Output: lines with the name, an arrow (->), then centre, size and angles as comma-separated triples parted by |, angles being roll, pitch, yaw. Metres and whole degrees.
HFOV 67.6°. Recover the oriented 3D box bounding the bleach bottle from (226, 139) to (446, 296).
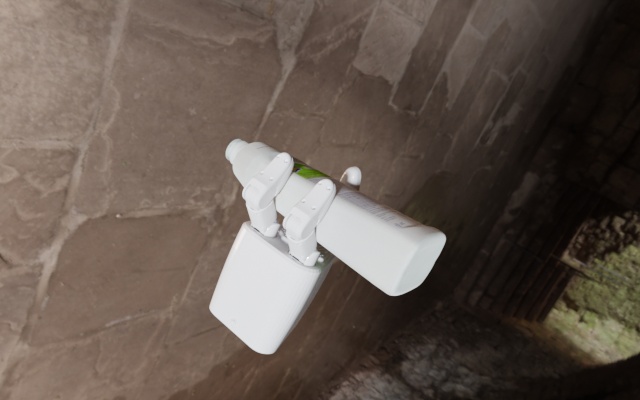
bleach bottle -> 0.000, 0.002, 0.504 | 0.250, 0.068, 0.102 | 33, 15, 26
